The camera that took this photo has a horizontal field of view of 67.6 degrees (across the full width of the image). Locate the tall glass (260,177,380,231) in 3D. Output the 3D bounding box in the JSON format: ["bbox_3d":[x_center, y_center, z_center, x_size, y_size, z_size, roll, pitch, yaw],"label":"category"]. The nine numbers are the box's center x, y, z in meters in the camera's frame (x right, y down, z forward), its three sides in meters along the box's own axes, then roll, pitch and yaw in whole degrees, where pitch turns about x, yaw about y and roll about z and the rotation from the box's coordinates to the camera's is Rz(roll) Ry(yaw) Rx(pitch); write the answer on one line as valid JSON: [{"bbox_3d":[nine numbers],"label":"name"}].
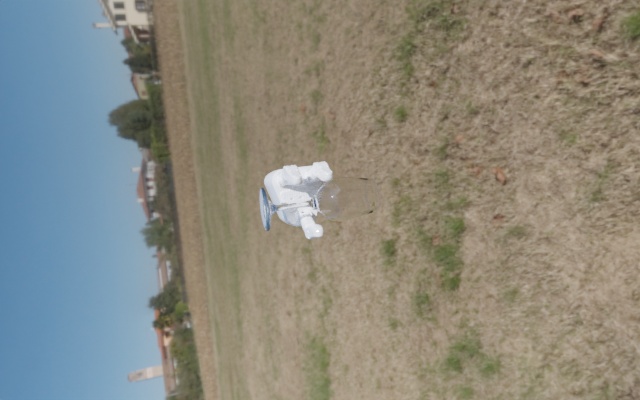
[{"bbox_3d":[0.000,0.003,0.829,0.201,0.079,0.079,-7,2,-17],"label":"tall glass"}]
